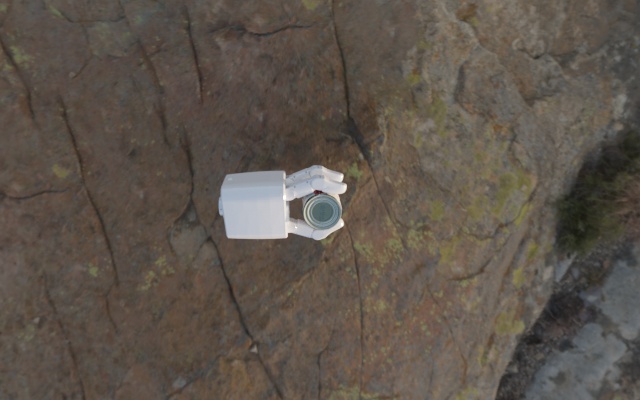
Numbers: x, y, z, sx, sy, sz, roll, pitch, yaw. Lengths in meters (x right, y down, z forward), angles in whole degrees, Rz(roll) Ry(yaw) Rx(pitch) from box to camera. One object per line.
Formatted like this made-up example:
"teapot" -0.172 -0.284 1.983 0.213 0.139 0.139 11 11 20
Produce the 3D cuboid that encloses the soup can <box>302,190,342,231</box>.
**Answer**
"soup can" 0.001 0.003 0.843 0.068 0.068 0.102 0 20 -4
